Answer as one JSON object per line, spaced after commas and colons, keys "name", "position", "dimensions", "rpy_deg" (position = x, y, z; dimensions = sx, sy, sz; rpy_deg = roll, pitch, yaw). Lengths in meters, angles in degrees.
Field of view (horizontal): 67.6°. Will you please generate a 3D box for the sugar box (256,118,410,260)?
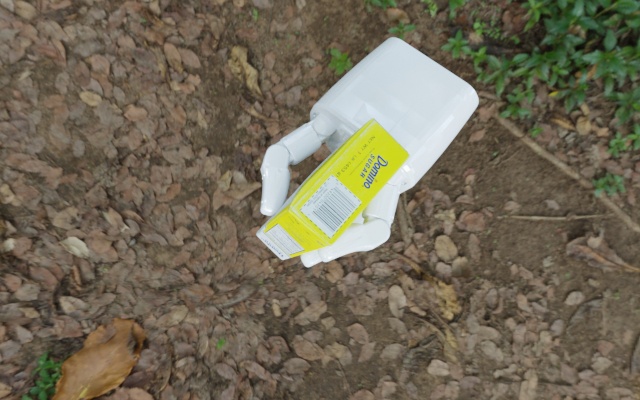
{"name": "sugar box", "position": [0.001, 0.002, 0.408], "dimensions": [0.048, 0.093, 0.176], "rpy_deg": [44, -17, -1]}
